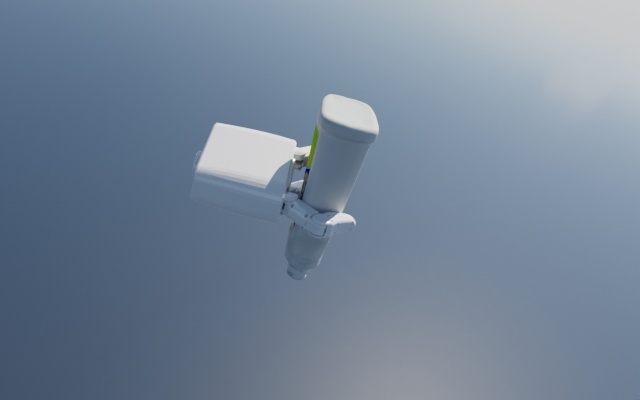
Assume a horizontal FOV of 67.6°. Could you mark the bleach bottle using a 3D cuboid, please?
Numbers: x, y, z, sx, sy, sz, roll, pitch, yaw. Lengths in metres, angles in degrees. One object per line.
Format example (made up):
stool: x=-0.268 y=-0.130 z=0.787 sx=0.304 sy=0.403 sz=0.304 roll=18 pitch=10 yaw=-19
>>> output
bleach bottle: x=0.000 y=0.002 z=0.600 sx=0.068 sy=0.251 sz=0.102 roll=14 pitch=29 yaw=-7
